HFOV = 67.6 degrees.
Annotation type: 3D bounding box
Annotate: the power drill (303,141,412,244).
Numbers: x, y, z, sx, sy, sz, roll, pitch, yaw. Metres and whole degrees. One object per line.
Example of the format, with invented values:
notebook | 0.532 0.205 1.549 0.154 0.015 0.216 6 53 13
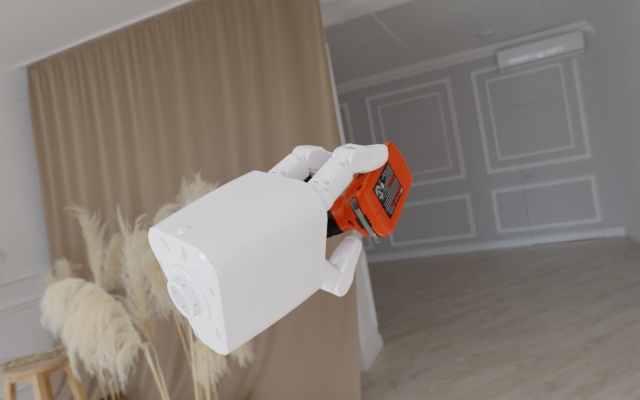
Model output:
power drill | 0.000 0.002 0.510 0.188 0.057 0.184 -20 26 35
